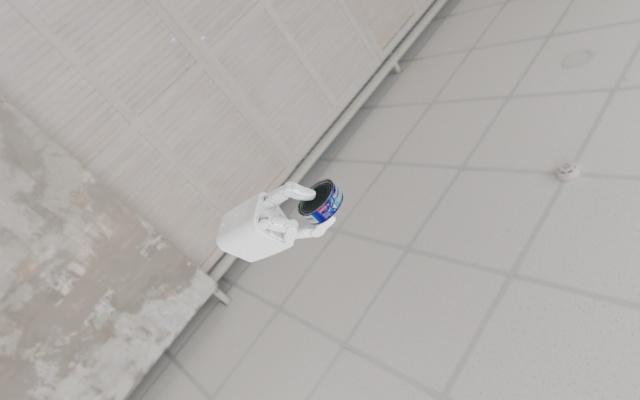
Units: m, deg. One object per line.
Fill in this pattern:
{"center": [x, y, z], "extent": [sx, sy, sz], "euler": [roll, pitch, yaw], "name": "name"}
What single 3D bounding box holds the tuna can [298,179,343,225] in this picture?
{"center": [0.001, 0.003, 0.889], "extent": [0.034, 0.086, 0.086], "euler": [45, -24, -27], "name": "tuna can"}
